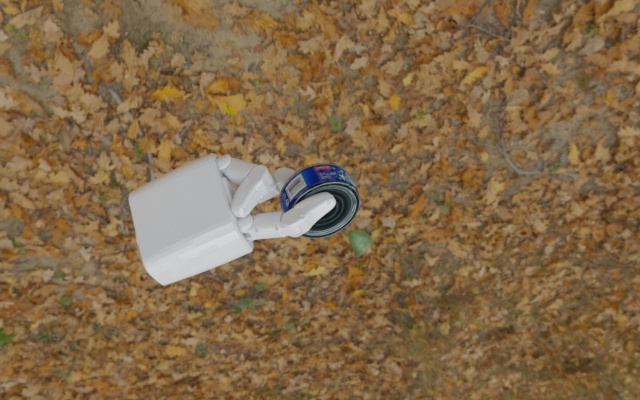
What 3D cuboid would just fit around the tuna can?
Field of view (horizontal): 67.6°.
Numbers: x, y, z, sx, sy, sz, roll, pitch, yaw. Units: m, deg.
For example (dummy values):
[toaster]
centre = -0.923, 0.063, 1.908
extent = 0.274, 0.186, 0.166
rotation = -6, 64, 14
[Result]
[tuna can]
centre = 0.000, 0.002, 0.531
extent = 0.086, 0.086, 0.033
rotation = 0, 40, -24
